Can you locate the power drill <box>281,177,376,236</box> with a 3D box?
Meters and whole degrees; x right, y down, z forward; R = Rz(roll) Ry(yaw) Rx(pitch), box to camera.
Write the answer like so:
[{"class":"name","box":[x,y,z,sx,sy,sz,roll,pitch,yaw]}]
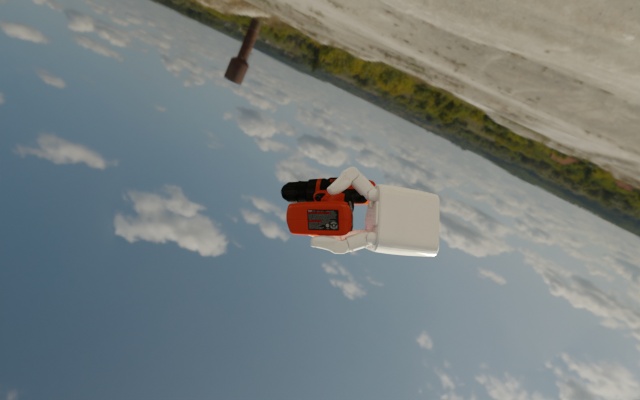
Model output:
[{"class":"power drill","box":[0.000,0.003,0.839,0.184,0.057,0.187,-1,18,13]}]
